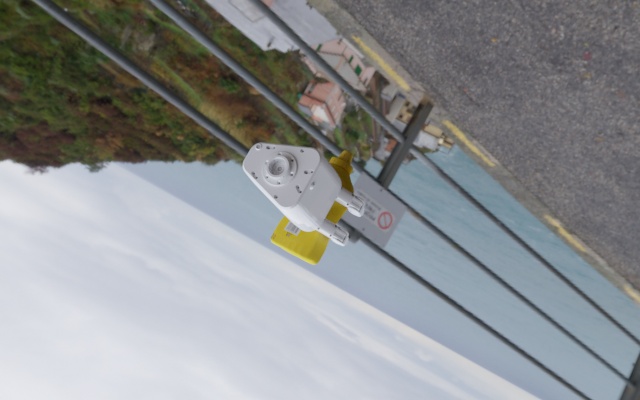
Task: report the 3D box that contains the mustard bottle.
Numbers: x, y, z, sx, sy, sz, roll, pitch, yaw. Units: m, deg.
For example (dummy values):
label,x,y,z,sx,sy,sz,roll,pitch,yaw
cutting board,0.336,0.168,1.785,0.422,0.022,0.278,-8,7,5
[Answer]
label,x,y,z,sx,sy,sz,roll,pitch,yaw
mustard bottle,0.000,0.003,0.778,0.096,0.191,0.058,20,-12,45
